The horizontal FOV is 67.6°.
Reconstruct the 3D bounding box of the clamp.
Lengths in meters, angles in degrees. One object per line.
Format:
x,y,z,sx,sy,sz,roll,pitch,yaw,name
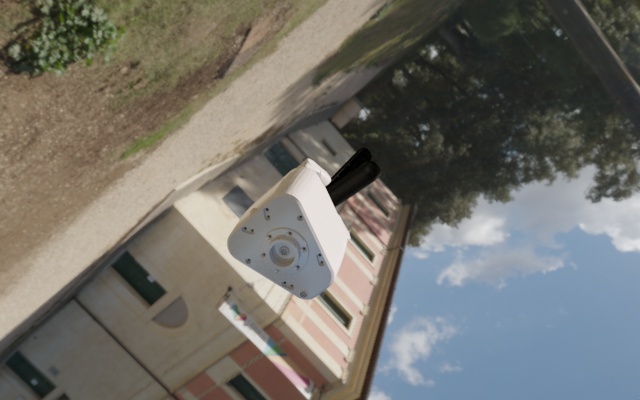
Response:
0.000,0.003,0.662,0.210,0.036,0.164,-40,7,17,clamp
